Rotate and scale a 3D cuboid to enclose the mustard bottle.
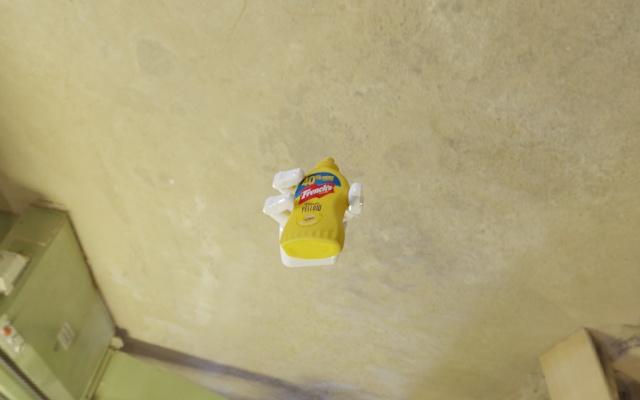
[{"bbox_3d":[0.000,0.003,0.773,0.096,0.191,0.058,-7,-43,22],"label":"mustard bottle"}]
